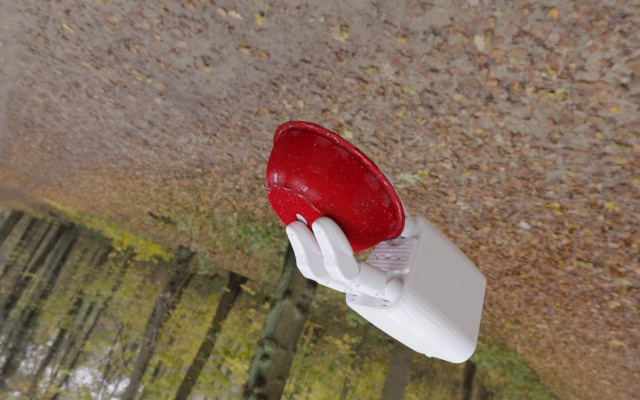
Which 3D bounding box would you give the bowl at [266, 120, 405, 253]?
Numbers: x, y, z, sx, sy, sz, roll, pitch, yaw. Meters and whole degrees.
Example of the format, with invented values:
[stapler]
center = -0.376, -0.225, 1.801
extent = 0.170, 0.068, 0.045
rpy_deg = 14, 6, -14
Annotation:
[bowl]
center = -0.001, 0.001, 0.467
extent = 0.055, 0.162, 0.162
rpy_deg = -48, 24, -23
